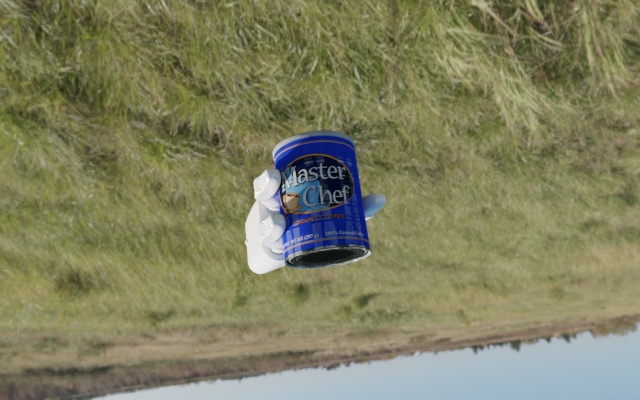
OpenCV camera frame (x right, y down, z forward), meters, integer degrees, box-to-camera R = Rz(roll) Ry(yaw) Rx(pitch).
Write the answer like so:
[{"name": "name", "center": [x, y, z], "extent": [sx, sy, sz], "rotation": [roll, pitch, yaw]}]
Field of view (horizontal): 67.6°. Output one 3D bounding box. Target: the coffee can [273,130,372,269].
[{"name": "coffee can", "center": [0.000, 0.002, 0.572], "extent": [0.103, 0.140, 0.103], "rotation": [-7, -19, -2]}]
